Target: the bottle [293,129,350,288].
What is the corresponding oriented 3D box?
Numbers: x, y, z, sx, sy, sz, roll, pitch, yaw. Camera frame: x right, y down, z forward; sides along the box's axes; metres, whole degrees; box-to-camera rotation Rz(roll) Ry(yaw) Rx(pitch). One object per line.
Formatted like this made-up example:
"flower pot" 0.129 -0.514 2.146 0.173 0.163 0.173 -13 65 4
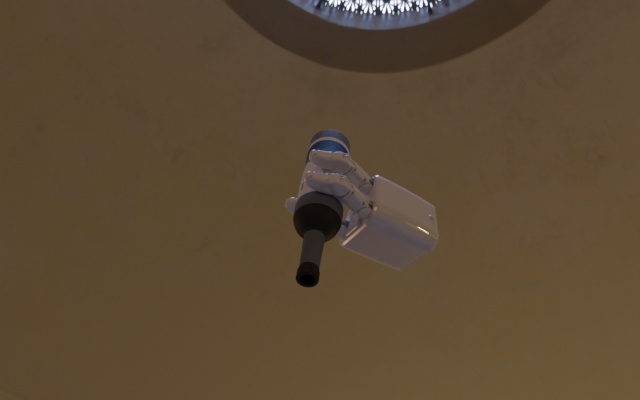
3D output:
"bottle" 0.000 0.002 0.671 0.069 0.069 0.295 0 38 8
